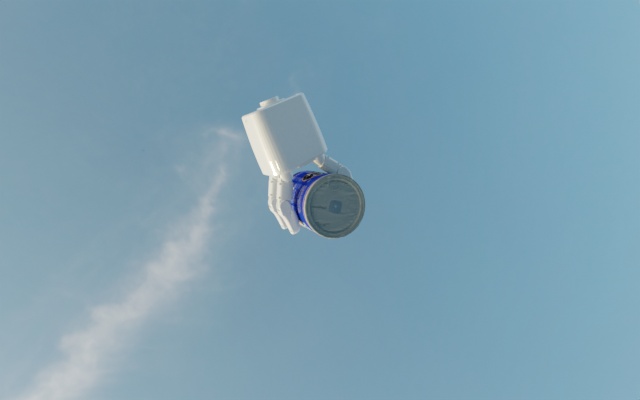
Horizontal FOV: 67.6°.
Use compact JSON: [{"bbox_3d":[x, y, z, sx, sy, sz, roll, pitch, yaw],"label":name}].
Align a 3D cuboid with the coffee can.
[{"bbox_3d":[0.000,0.003,0.811,0.103,0.103,0.140,0,6,-20],"label":"coffee can"}]
